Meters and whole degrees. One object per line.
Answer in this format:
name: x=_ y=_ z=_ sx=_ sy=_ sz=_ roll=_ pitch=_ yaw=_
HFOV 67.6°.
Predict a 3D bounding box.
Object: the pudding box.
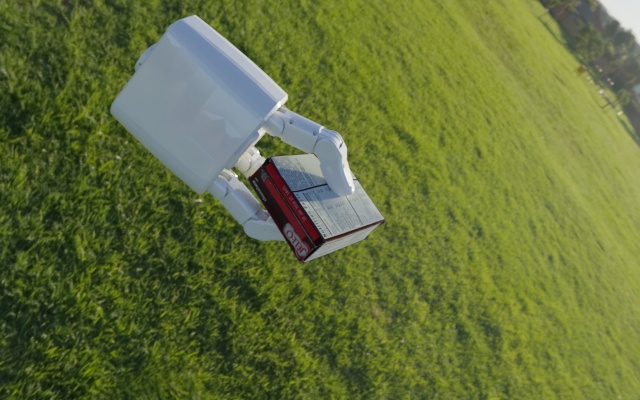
pudding box: x=0.000 y=0.001 z=0.439 sx=0.039 sy=0.090 sz=0.113 roll=-43 pitch=-17 yaw=33
